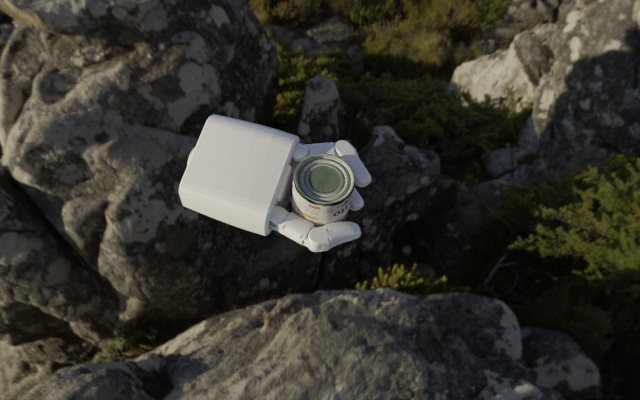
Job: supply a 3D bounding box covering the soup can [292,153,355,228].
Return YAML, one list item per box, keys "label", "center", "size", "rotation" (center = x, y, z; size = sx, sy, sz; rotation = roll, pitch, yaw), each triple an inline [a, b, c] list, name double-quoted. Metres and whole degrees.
- label: "soup can"
  center: [0.001, 0.002, 0.546]
  size: [0.068, 0.068, 0.102]
  rotation: [0, -31, -6]
